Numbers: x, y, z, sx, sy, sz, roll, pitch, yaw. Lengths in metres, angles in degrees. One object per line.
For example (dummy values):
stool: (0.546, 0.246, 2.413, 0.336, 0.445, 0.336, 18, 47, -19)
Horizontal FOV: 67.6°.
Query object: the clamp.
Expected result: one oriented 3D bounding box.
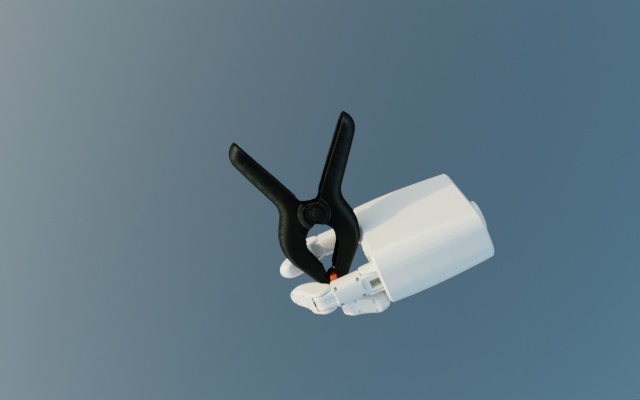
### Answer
clamp: (0.000, 0.002, 0.458, 0.120, 0.171, 0.039, -24, 13, 5)
